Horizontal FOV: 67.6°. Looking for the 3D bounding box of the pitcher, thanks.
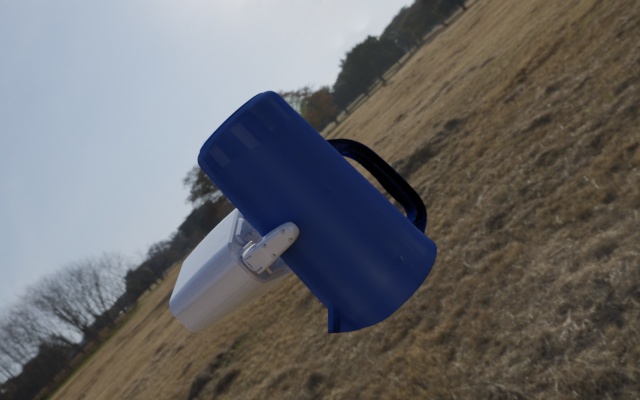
[{"bbox_3d":[0.000,0.002,0.500,0.145,0.243,0.149,-41,7,17],"label":"pitcher"}]
